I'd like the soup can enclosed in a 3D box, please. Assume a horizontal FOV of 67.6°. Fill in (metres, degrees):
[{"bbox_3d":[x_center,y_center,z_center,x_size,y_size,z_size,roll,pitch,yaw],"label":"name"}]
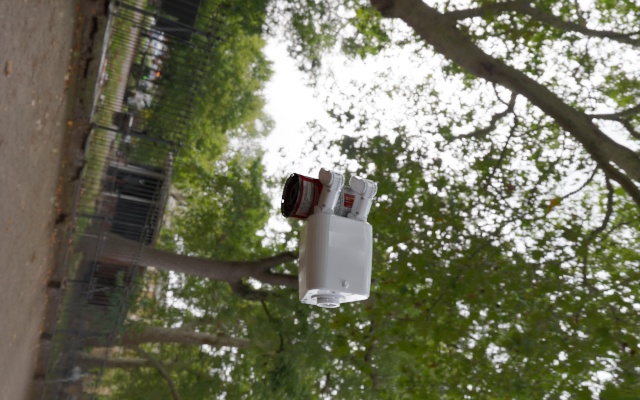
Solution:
[{"bbox_3d":[0.000,0.002,0.713,0.102,0.068,0.068,13,-5,-24],"label":"soup can"}]
